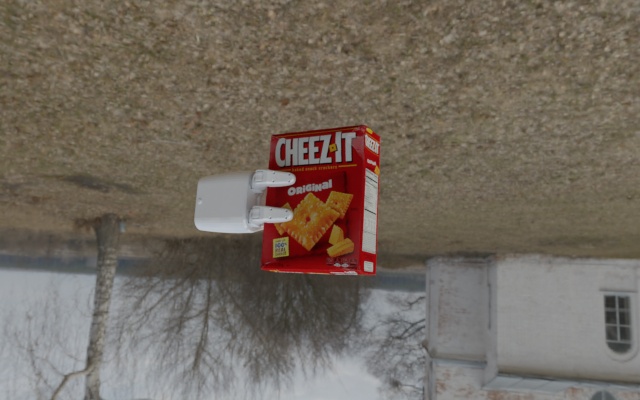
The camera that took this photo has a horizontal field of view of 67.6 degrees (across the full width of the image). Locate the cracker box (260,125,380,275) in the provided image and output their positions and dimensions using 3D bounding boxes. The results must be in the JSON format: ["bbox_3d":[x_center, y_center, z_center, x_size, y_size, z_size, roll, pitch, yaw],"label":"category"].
[{"bbox_3d":[0.000,0.003,0.721,0.164,0.213,0.072,-2,-11,26],"label":"cracker box"}]
